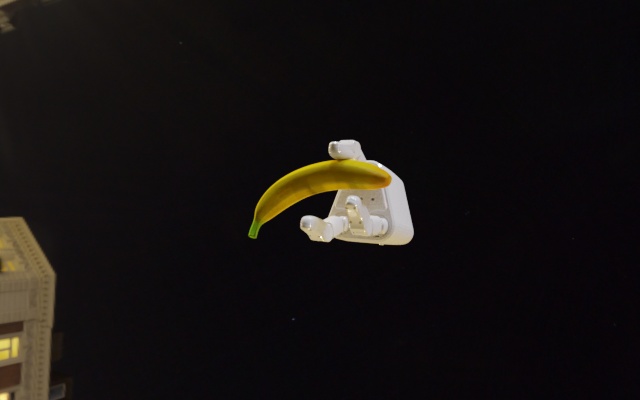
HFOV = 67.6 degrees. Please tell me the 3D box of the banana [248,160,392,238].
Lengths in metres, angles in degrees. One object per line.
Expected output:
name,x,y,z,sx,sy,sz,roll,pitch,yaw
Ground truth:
banana,-0.007,-0.014,0.599,0.198,0.069,0.037,-23,-22,20
